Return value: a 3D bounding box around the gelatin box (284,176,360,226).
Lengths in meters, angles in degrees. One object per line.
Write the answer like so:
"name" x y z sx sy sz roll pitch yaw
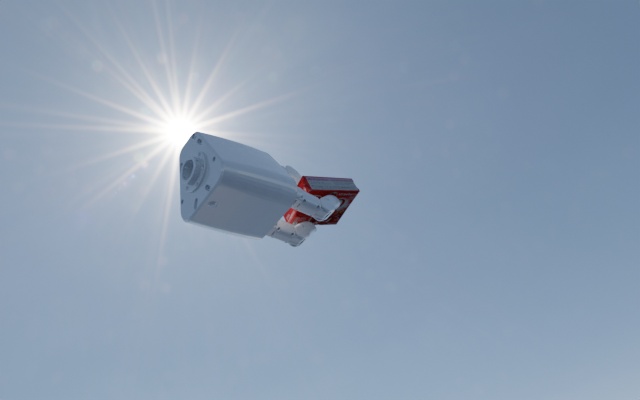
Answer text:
"gelatin box" 0.000 0.002 0.673 0.089 0.030 0.073 0 -43 -37
